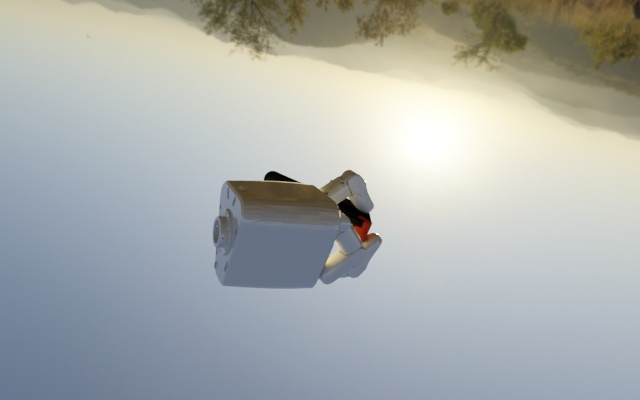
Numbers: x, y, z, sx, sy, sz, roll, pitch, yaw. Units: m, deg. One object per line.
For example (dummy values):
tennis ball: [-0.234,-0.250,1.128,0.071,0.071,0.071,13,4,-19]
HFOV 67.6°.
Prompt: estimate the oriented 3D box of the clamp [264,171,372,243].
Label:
clamp: [0.000,0.003,0.615,0.120,0.039,0.171,4,18,-26]
